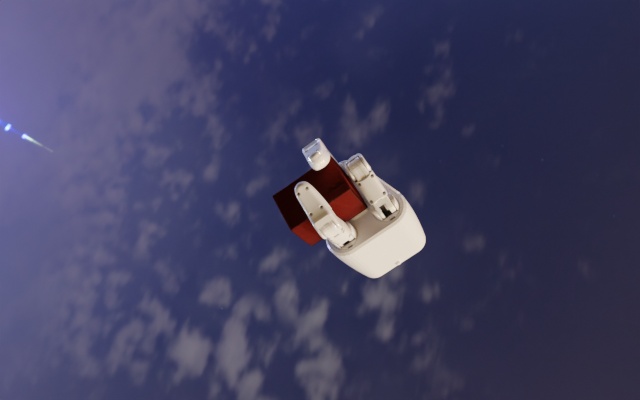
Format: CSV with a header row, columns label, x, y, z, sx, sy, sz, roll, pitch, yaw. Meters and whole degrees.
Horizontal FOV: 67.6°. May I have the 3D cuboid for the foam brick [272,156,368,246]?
label,x,y,z,sx,sy,sz,roll,pitch,yaw
foam brick,0.000,0.002,0.512,0.078,0.053,0.051,-34,-35,8
